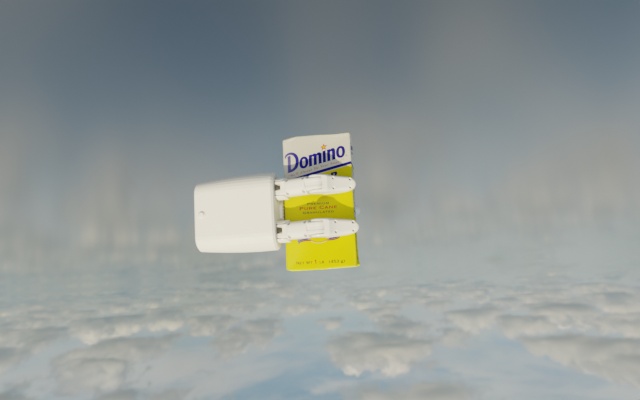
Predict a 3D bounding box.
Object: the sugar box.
[{"bbox_3d":[0.000,0.002,0.630,0.093,0.176,0.048,-5,-8,8],"label":"sugar box"}]
